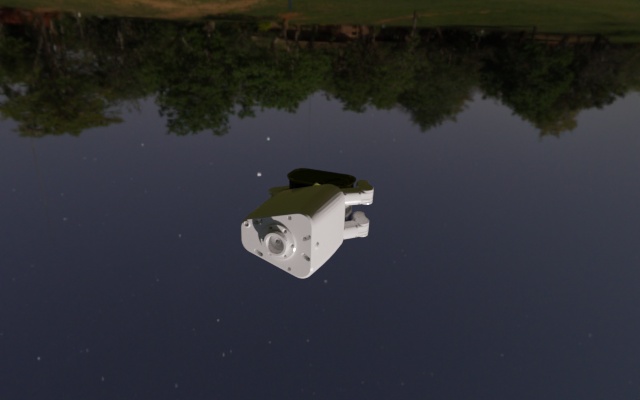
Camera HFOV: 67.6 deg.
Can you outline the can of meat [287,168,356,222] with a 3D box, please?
[{"bbox_3d":[0.000,0.003,0.734,0.102,0.084,0.057,10,22,18],"label":"can of meat"}]
